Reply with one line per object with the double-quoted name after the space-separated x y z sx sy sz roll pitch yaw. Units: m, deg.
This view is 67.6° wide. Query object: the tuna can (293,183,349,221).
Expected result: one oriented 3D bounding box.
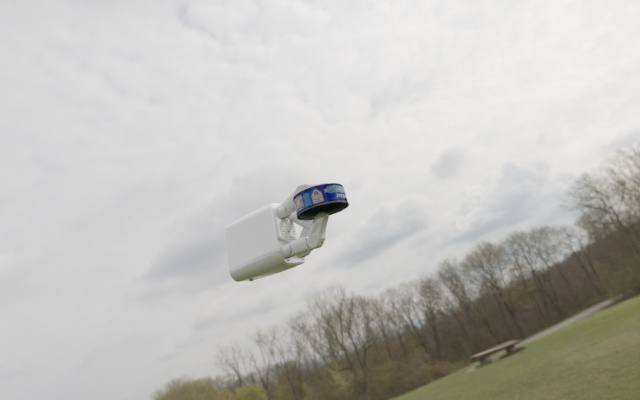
0.000 0.002 0.760 0.086 0.033 0.086 -14 -15 -4 "tuna can"
